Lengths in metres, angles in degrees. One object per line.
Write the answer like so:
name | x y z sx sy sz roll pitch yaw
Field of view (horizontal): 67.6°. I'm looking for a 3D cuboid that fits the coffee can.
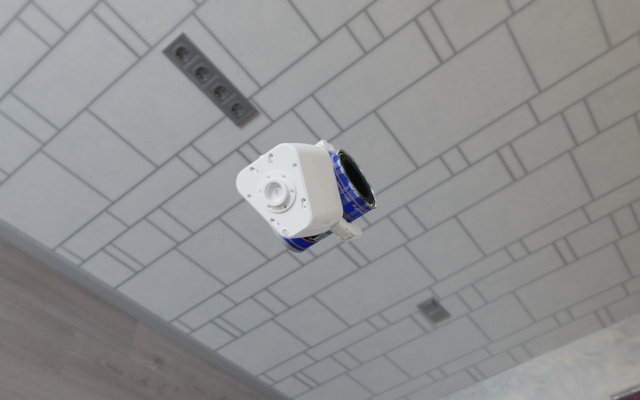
coffee can | 0.000 0.003 0.727 0.140 0.103 0.103 -32 -12 19
